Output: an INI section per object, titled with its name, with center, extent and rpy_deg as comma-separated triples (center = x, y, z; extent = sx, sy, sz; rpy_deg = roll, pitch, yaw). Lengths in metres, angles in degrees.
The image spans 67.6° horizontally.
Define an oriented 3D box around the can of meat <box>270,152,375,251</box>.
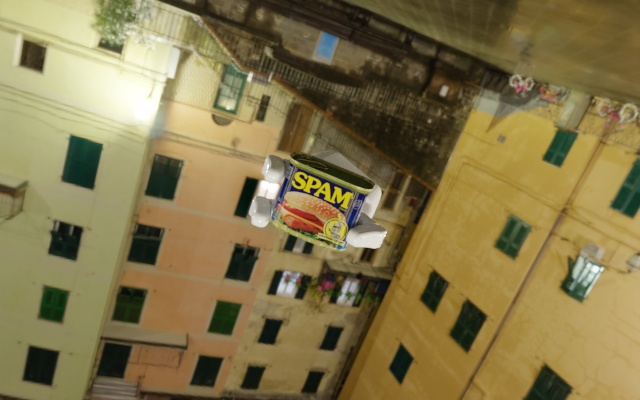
[can of meat]
center = 0.000, 0.002, 0.555
extent = 0.102, 0.084, 0.057
rpy_deg = 23, 18, 6
